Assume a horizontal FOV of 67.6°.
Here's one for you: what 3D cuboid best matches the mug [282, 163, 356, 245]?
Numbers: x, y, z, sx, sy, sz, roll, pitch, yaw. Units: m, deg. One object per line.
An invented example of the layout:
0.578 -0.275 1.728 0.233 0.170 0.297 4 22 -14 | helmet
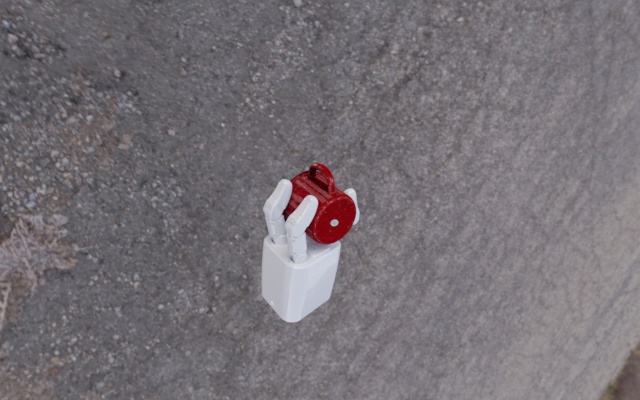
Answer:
0.000 0.001 0.702 0.093 0.117 0.081 -15 35 -35 | mug
